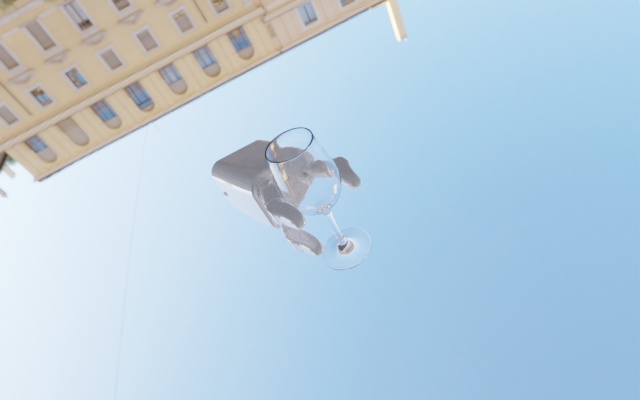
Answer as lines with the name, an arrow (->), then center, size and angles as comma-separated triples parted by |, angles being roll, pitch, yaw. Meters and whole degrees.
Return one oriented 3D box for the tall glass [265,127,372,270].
tall glass -> 0.000, 0.002, 0.615 | 0.079, 0.079, 0.201 | 0, -42, 30
